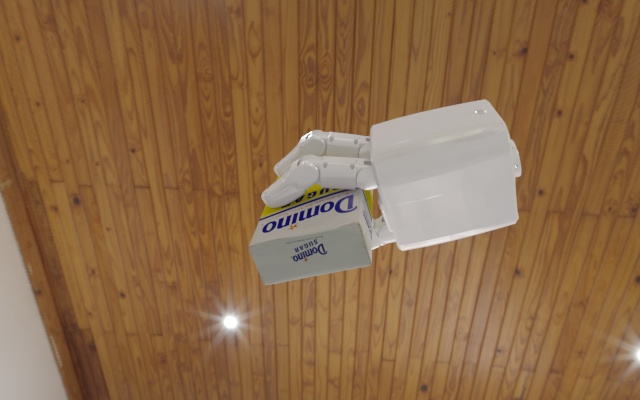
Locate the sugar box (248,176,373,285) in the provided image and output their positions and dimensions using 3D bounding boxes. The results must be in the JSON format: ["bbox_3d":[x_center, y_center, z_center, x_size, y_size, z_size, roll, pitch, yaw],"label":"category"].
[{"bbox_3d":[0.000,0.001,0.443,0.093,0.048,0.176,-13,24,13],"label":"sugar box"}]
